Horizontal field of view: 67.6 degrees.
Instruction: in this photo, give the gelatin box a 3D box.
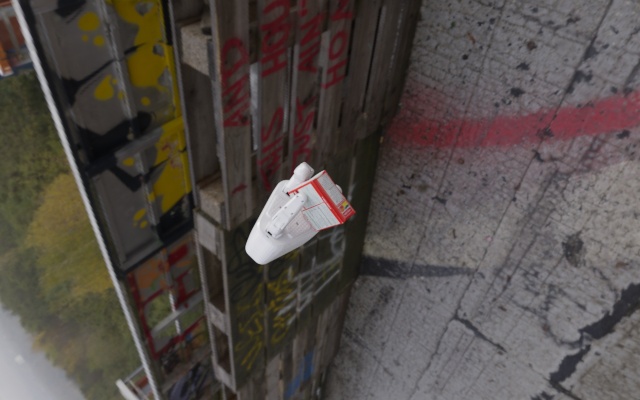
[{"bbox_3d":[0.000,0.002,0.681,0.030,0.073,0.089,-40,8,-27],"label":"gelatin box"}]
